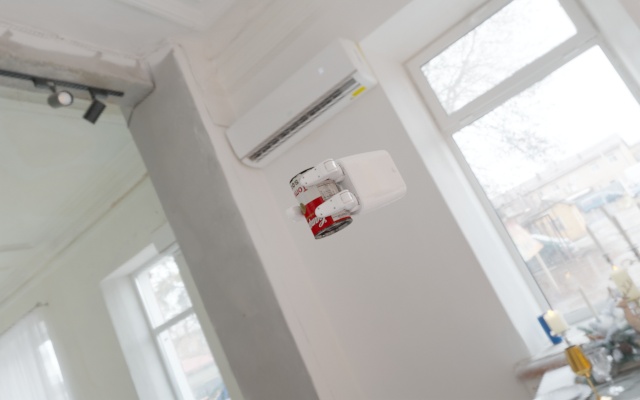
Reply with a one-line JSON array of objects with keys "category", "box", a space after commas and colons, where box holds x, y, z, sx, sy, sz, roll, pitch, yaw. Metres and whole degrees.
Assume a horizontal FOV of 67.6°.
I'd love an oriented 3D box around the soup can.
[{"category": "soup can", "box": [0.000, 0.002, 0.770, 0.068, 0.102, 0.068, -25, -13, -6]}]
